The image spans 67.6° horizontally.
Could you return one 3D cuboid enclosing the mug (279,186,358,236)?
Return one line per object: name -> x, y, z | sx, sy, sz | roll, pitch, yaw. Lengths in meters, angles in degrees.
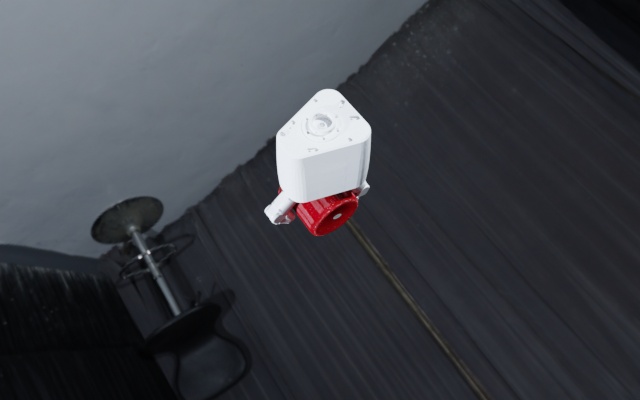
mug -> 0.000, 0.003, 0.703 | 0.093, 0.081, 0.117 | -32, -24, -15
